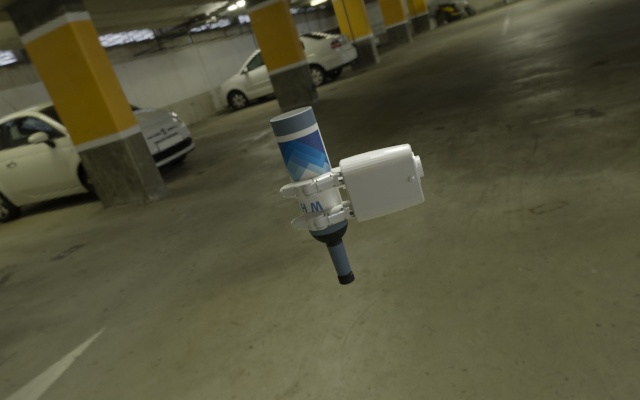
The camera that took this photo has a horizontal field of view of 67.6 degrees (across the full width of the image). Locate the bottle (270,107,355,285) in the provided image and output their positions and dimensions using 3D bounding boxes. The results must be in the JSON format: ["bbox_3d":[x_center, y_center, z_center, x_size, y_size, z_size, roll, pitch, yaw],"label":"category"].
[{"bbox_3d":[0.000,0.002,0.762,0.069,0.296,0.069,-17,18,6],"label":"bottle"}]
